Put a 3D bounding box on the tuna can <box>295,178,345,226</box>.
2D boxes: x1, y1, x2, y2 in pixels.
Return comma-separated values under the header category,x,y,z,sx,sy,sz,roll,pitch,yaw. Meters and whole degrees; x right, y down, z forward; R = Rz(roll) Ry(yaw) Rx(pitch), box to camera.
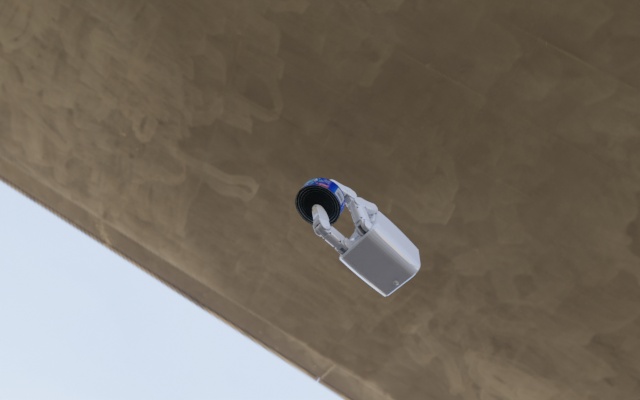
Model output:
category,x,y,z,sx,sy,sz,roll,pitch,yaw
tuna can,0.000,0.002,0.858,0.086,0.086,0.033,0,29,22
